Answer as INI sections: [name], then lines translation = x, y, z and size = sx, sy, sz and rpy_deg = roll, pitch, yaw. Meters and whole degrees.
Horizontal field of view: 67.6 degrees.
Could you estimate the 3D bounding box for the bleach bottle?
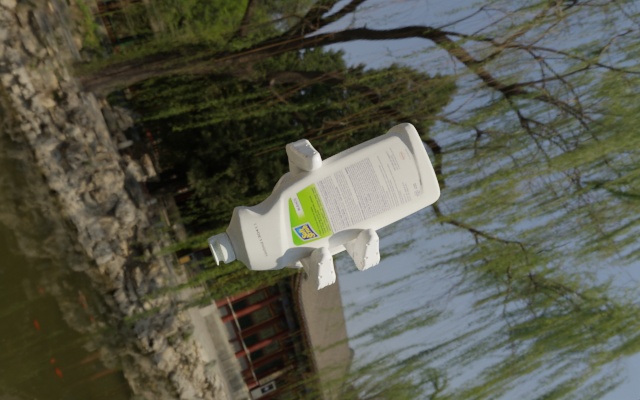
[bleach bottle]
translation = 0.000, 0.002, 0.518
size = 0.251, 0.102, 0.068
rpy_deg = -21, -5, -16
